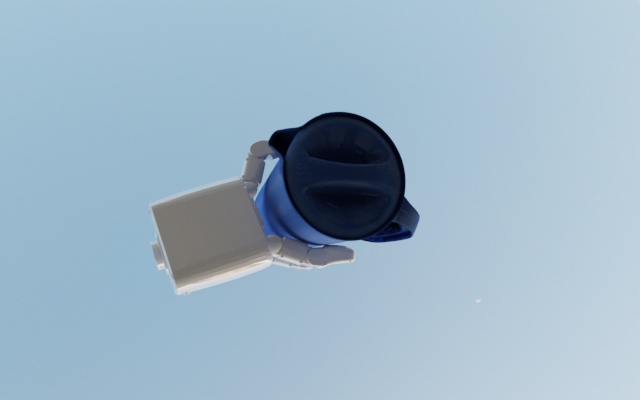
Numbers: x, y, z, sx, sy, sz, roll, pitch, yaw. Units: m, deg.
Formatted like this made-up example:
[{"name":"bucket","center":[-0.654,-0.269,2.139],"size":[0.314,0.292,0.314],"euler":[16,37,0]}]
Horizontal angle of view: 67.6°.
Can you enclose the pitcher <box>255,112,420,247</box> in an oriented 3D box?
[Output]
[{"name":"pitcher","center":[0.000,0.002,0.584],"size":[0.145,0.149,0.243],"euler":[-17,-5,-20]}]
